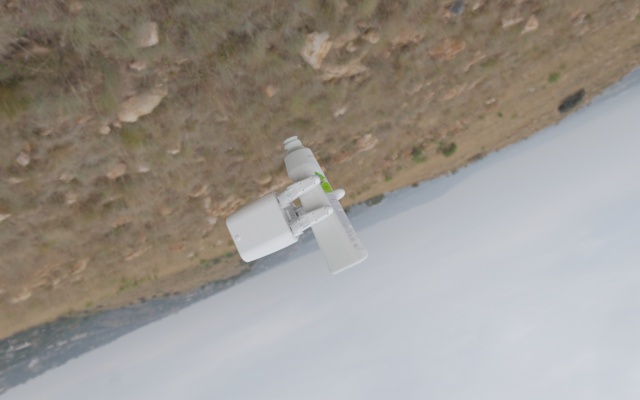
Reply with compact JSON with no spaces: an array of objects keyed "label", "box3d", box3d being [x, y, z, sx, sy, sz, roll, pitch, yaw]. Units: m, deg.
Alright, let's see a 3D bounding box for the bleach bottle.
[{"label":"bleach bottle","box3d":[0.000,0.003,0.859,0.068,0.251,0.102,-26,-6,13]}]
